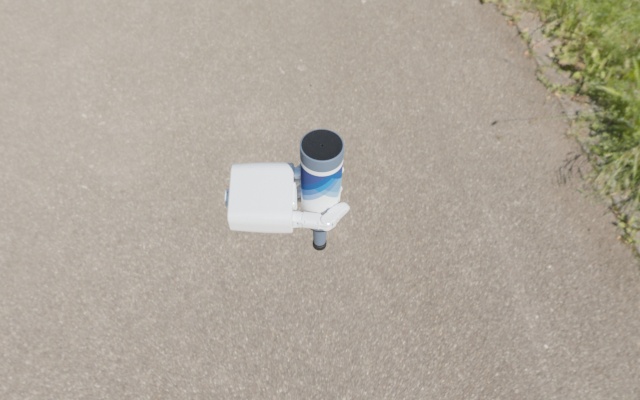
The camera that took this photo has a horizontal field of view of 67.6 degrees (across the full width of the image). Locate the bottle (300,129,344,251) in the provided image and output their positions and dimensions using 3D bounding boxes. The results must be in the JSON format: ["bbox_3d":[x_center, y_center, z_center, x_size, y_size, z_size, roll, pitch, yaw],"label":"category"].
[{"bbox_3d":[0.000,0.003,0.827,0.069,0.069,0.296,0,-35,-1],"label":"bottle"}]
